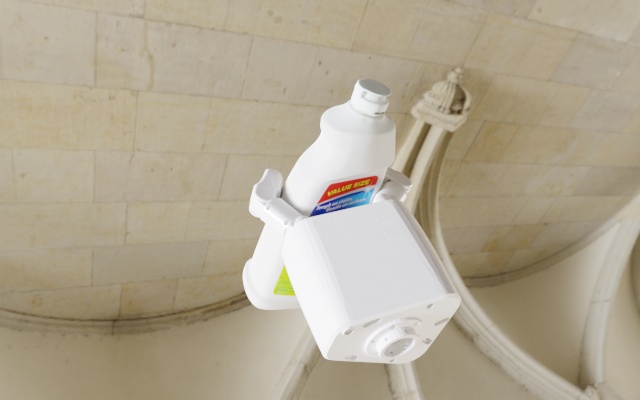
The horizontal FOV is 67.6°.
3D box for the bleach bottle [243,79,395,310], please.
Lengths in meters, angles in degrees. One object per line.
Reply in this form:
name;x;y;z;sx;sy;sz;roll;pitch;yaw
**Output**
bleach bottle;0.000;0.002;0.460;0.102;0.251;0.068;1;40;-25
